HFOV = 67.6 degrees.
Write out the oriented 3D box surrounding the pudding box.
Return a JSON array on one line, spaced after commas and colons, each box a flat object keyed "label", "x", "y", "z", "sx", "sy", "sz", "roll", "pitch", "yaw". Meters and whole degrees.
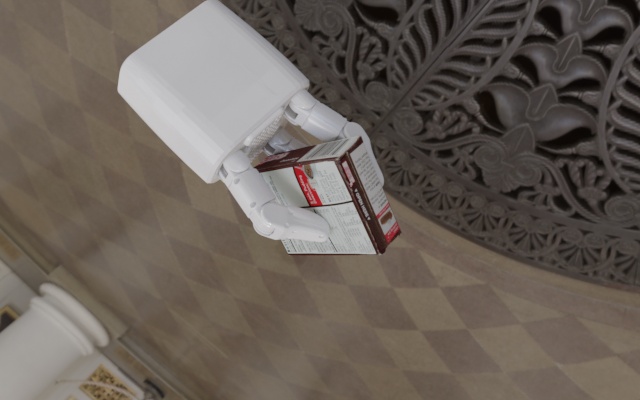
[{"label": "pudding box", "x": 0.000, "y": 0.001, "z": 0.402, "sx": 0.113, "sy": 0.090, "sz": 0.039, "roll": -5, "pitch": 29, "yaw": 46}]
